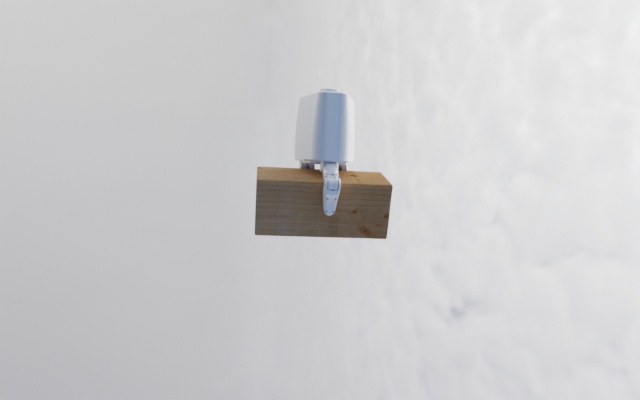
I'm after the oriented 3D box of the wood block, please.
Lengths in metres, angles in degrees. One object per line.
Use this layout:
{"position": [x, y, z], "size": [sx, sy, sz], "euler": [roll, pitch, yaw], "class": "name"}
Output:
{"position": [0.000, 0.002, 0.763], "size": [0.206, 0.090, 0.090], "euler": [2, 17, -7], "class": "wood block"}
